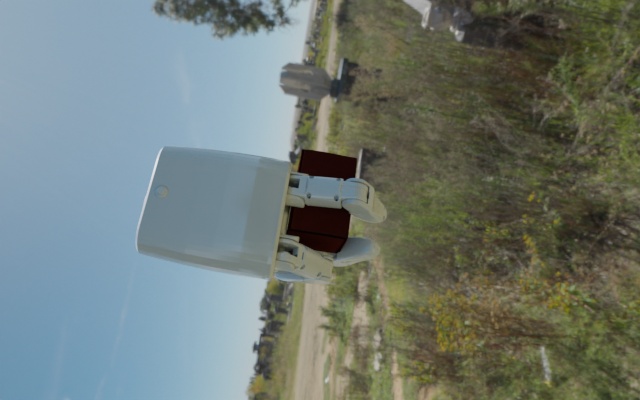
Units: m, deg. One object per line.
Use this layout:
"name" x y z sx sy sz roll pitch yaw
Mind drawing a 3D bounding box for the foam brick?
"foam brick" 0.000 0.001 0.428 0.051 0.078 0.053 10 -21 -3
